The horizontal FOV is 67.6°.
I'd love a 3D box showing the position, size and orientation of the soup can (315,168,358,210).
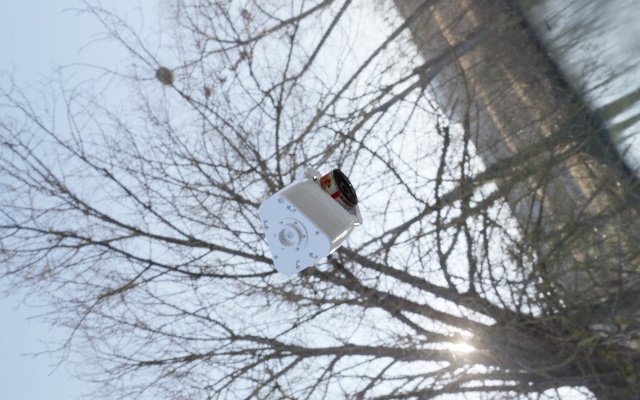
[{"bbox_3d":[0.000,0.002,0.772,0.102,0.068,0.068,-32,-13,22],"label":"soup can"}]
